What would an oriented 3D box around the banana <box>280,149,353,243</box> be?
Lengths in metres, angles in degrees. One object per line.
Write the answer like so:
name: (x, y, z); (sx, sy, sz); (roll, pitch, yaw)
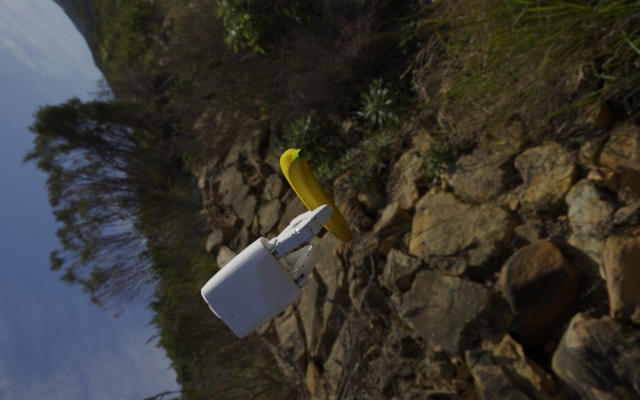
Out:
banana: (-0.010, -0.010, 0.674); (0.069, 0.037, 0.198); (48, -7, 45)
